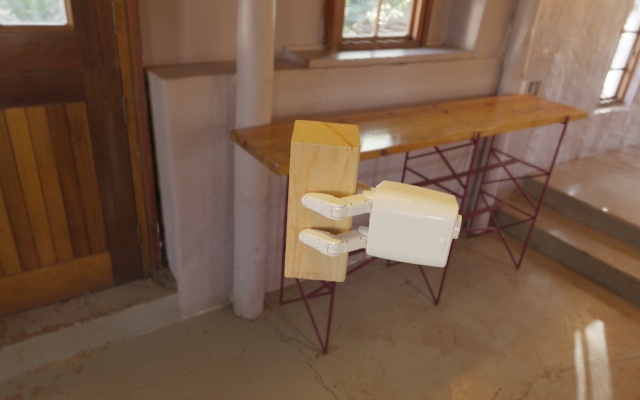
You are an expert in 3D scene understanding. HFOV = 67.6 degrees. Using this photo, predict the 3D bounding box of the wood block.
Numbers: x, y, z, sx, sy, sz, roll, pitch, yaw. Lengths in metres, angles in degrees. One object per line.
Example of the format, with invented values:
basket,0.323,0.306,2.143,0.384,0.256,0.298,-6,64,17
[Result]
wood block,0.001,0.002,0.673,0.090,0.206,0.090,5,27,0
